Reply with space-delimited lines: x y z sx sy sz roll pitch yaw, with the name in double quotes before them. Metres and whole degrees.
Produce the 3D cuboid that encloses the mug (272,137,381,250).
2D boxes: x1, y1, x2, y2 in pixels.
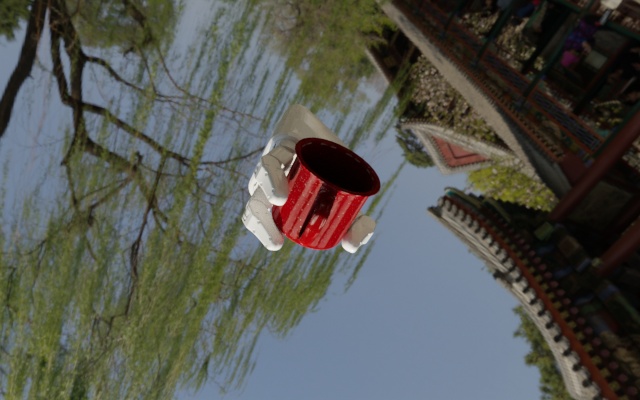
"mug" 0.000 0.002 0.475 0.093 0.081 0.117 24 30 -9
